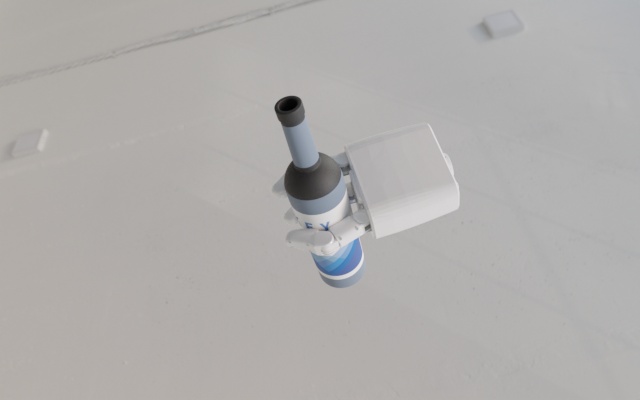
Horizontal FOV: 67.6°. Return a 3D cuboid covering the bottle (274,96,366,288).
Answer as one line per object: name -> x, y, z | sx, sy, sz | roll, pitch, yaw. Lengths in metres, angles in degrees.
bottle -> 0.000, 0.002, 0.558 | 0.069, 0.069, 0.296 | 0, -39, 15
